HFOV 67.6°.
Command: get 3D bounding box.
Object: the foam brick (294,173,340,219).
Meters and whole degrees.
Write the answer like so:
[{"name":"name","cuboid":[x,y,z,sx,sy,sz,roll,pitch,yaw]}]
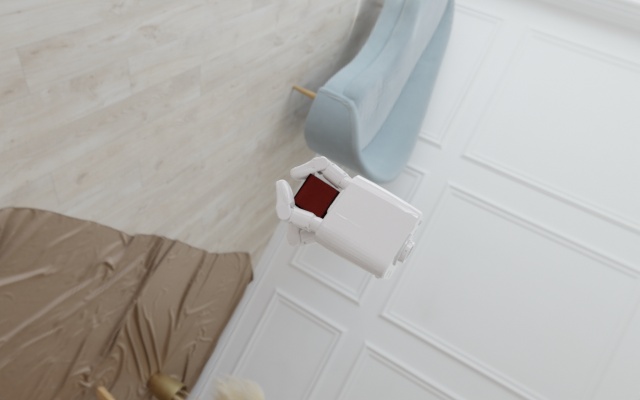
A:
[{"name":"foam brick","cuboid":[0.000,0.002,0.703,0.051,0.053,0.078,33,-2,18]}]
